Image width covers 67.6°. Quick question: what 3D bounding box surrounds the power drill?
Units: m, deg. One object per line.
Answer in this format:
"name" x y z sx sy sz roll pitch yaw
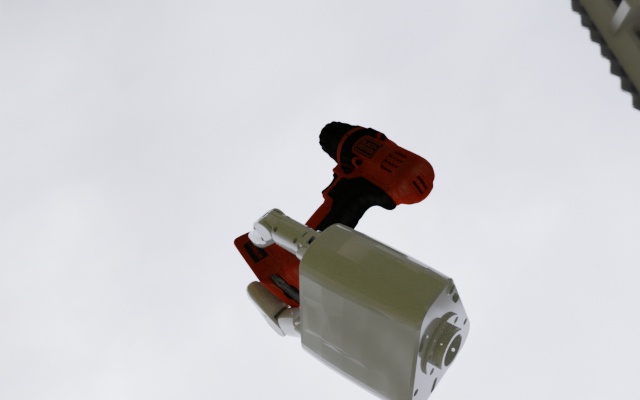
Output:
"power drill" 0.000 0.002 0.483 0.057 0.187 0.184 45 -3 -32
